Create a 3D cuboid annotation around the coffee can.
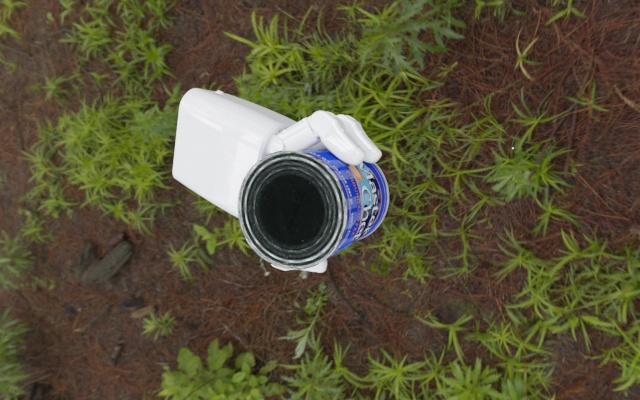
[{"bbox_3d":[0.000,0.002,0.465,0.103,0.103,0.140,0,6,22],"label":"coffee can"}]
